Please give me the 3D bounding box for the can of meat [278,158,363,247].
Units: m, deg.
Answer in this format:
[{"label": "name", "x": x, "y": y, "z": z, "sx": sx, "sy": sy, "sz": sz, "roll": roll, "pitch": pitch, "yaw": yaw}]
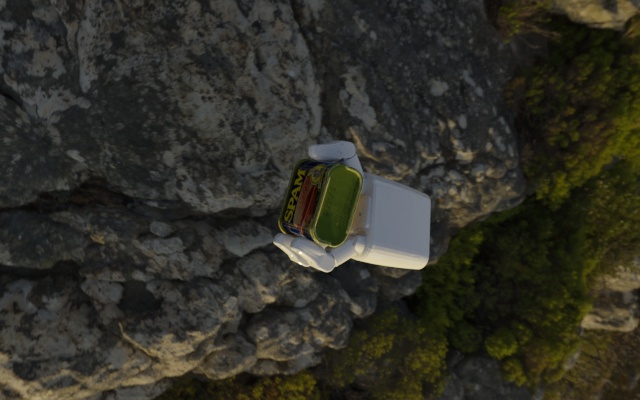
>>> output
[{"label": "can of meat", "x": 0.000, "y": 0.002, "z": 0.586, "sx": 0.057, "sy": 0.102, "sz": 0.084, "roll": 18, "pitch": -3, "yaw": -31}]
